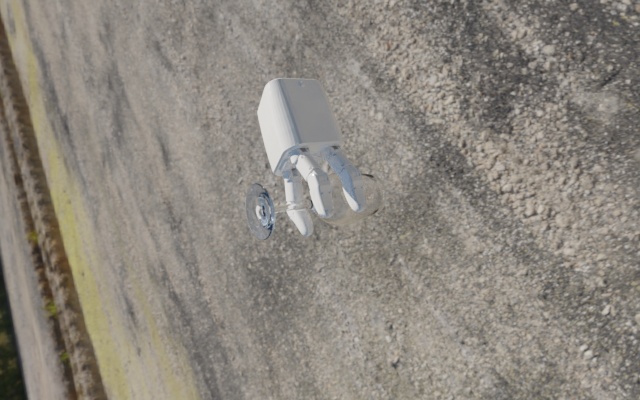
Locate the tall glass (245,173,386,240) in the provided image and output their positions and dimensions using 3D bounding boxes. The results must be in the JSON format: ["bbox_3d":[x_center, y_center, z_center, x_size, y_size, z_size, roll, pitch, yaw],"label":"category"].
[{"bbox_3d":[0.000,0.002,0.672,0.201,0.079,0.079,-8,5,-36],"label":"tall glass"}]
